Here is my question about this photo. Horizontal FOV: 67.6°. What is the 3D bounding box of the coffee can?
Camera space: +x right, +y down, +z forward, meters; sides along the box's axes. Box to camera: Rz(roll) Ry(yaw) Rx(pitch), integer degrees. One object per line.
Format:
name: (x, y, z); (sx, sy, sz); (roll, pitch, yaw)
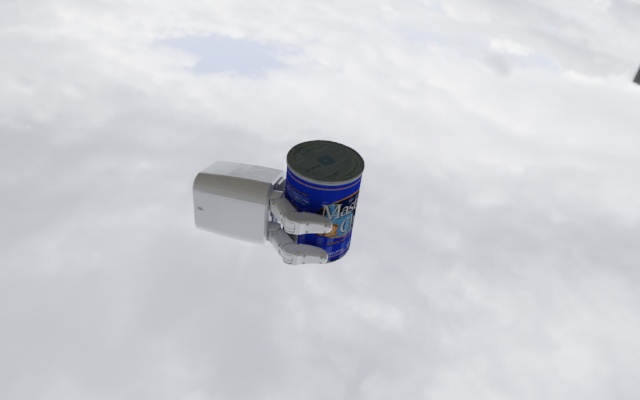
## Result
coffee can: (0.000, 0.002, 0.660); (0.103, 0.140, 0.102); (5, 36, -3)
